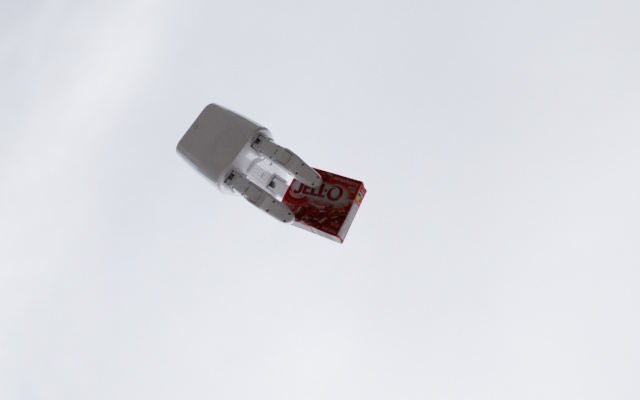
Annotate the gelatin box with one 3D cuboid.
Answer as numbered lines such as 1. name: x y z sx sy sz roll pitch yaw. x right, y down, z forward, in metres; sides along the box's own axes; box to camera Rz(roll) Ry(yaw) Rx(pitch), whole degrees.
1. gelatin box: 0.001 0.002 0.569 0.089 0.073 0.030 19 -17 27
